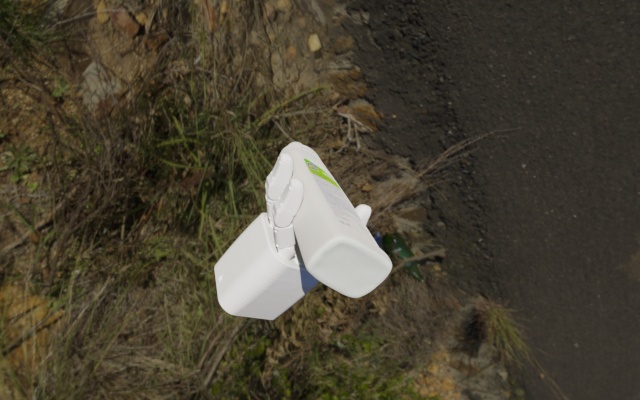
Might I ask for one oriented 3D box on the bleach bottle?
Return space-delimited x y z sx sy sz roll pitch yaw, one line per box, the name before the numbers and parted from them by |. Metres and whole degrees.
bleach bottle | 0.000 0.002 0.605 0.103 0.068 0.250 34 19 -34
